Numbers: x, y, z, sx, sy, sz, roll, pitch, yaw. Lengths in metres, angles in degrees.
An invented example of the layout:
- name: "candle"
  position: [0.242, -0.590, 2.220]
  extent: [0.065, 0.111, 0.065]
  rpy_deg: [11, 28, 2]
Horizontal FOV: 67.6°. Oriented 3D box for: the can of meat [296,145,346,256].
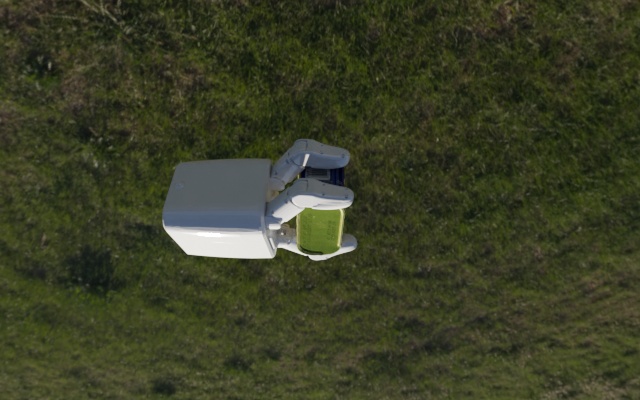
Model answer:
- name: "can of meat"
  position: [0.000, 0.002, 0.543]
  extent: [0.057, 0.083, 0.102]
  rpy_deg: [2, -41, 0]
